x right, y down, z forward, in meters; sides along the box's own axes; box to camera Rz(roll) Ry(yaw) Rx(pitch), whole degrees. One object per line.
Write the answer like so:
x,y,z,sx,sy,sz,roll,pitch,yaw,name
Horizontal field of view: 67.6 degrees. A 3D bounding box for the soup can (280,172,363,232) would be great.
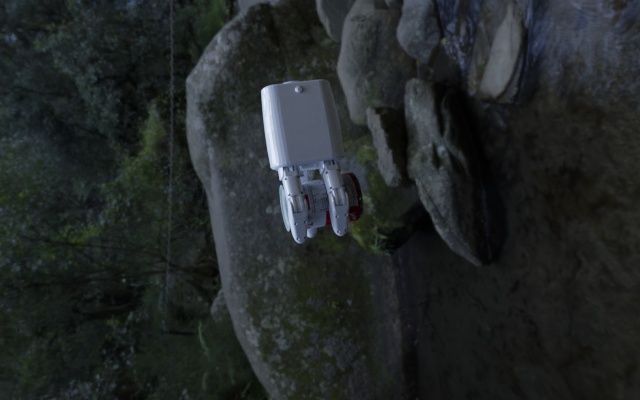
0.000,0.003,0.658,0.102,0.068,0.068,-9,2,-12,soup can
